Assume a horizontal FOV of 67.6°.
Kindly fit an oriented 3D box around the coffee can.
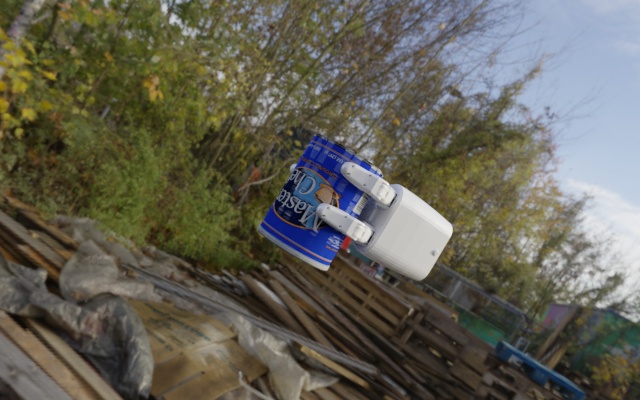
[{"bbox_3d":[0.000,0.002,0.601,0.103,0.140,0.103,31,0,0],"label":"coffee can"}]
